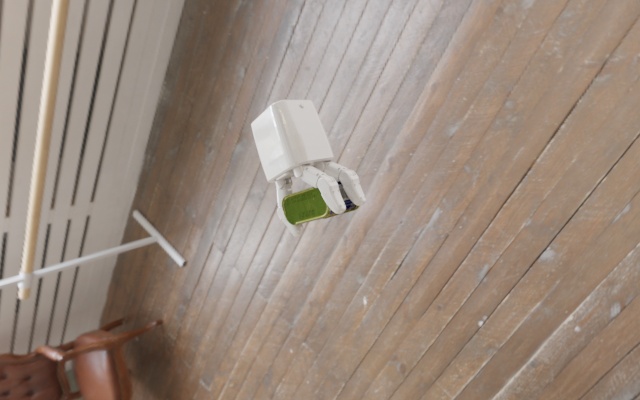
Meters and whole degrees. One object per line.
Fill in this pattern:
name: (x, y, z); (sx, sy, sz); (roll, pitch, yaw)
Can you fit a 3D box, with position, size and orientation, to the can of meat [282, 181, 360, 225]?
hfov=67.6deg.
can of meat: (0.000, 0.003, 0.778); (0.102, 0.057, 0.084); (-17, -2, 39)
